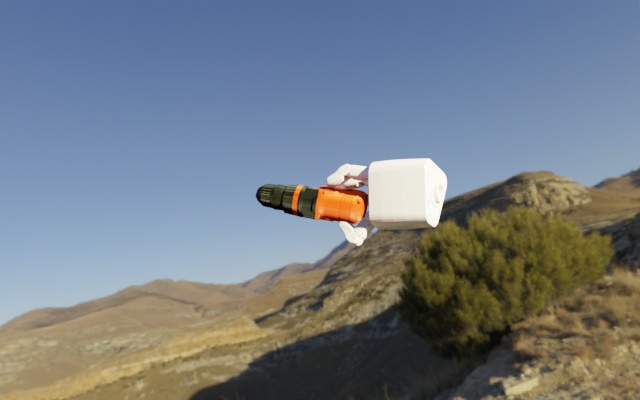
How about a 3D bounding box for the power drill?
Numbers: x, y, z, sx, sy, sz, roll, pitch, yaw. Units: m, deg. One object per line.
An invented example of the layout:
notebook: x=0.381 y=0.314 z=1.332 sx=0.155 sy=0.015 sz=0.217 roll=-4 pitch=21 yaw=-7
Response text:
power drill: x=0.001 y=0.003 z=0.847 sx=0.184 sy=0.057 sz=0.187 roll=11 pitch=6 yaw=17
